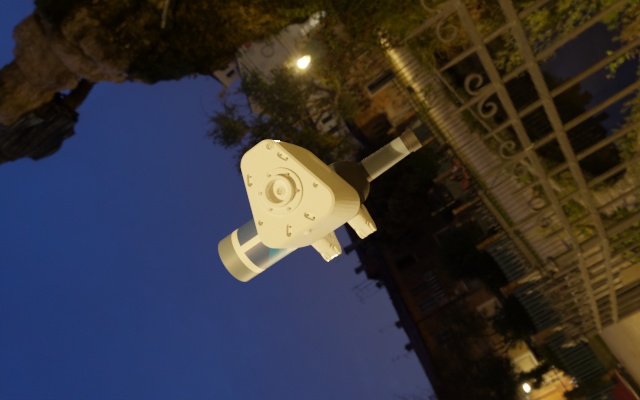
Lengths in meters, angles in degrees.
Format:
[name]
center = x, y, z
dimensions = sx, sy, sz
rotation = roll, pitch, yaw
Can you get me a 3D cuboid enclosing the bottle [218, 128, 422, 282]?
[bottle]
center = 0.000, 0.002, 0.622
dimensions = 0.296, 0.069, 0.069
rotation = -34, -9, 13
